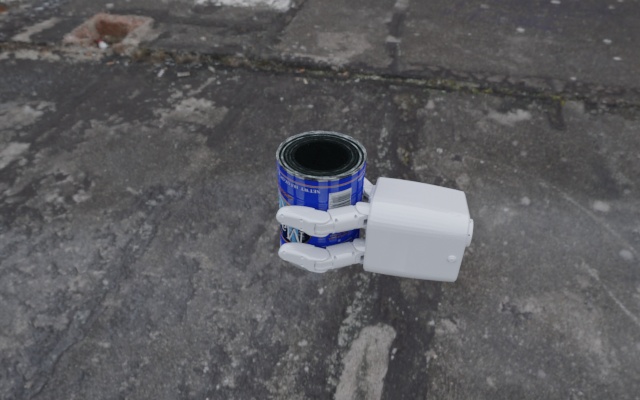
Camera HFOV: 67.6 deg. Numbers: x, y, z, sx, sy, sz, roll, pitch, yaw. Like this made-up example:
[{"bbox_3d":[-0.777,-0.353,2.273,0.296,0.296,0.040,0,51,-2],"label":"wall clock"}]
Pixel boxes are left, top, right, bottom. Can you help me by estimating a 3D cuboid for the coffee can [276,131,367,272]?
[{"bbox_3d":[0.000,0.002,0.579,0.103,0.140,0.102,1,38,0],"label":"coffee can"}]
